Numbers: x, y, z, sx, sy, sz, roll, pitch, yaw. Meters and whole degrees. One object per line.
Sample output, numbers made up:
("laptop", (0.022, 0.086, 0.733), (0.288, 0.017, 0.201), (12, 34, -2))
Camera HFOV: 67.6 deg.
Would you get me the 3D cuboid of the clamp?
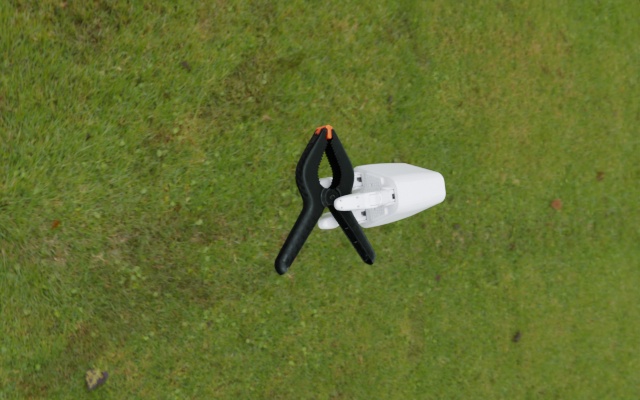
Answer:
("clamp", (0.001, 0.002, 0.666), (0.164, 0.210, 0.036), (-9, 4, -34))
